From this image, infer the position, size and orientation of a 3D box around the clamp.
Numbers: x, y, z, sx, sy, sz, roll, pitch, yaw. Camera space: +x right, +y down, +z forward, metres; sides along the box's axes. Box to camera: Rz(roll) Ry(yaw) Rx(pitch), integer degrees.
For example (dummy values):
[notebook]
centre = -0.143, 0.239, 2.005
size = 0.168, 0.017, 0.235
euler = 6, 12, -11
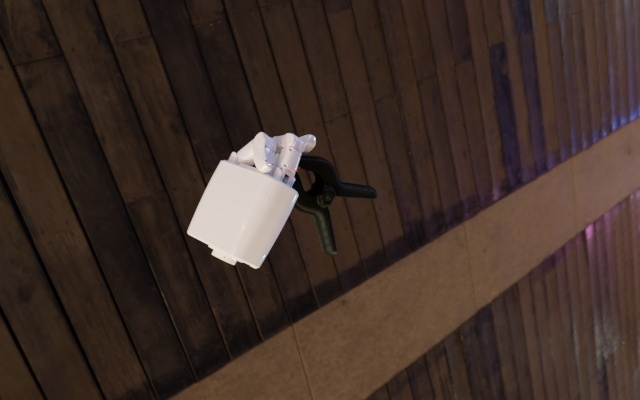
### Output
[clamp]
centre = 0.000, 0.002, 0.668
size = 0.171, 0.120, 0.039
euler = 32, -10, -35
